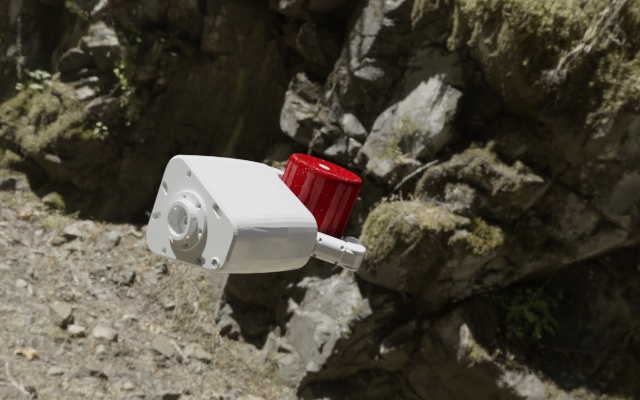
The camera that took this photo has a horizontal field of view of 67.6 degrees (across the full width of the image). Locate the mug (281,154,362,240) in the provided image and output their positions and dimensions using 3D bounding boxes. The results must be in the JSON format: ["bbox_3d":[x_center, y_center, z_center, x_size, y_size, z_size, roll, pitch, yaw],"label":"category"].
[{"bbox_3d":[0.001,0.002,0.518,0.093,0.081,0.117,28,14,32],"label":"mug"}]
